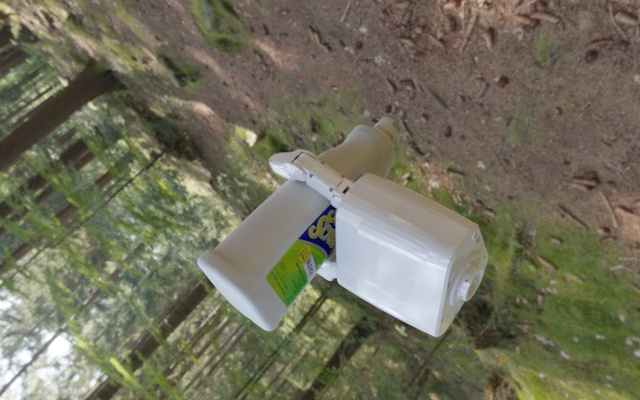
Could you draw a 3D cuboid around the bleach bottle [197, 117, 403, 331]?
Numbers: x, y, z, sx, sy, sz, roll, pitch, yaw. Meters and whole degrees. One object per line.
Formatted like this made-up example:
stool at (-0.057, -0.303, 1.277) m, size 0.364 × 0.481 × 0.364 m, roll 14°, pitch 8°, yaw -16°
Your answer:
bleach bottle at (0.000, 0.002, 0.472) m, size 0.068 × 0.250 × 0.103 m, roll 27°, pitch -26°, yaw 31°
